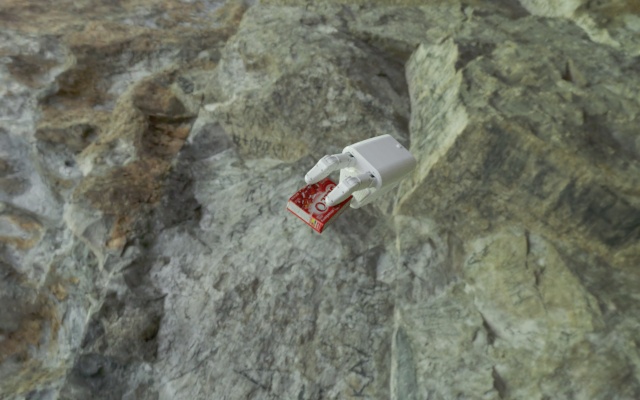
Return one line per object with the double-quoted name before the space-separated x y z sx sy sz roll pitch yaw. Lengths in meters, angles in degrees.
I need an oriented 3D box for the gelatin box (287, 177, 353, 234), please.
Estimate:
"gelatin box" 0.000 0.003 0.792 0.073 0.030 0.089 36 51 16
